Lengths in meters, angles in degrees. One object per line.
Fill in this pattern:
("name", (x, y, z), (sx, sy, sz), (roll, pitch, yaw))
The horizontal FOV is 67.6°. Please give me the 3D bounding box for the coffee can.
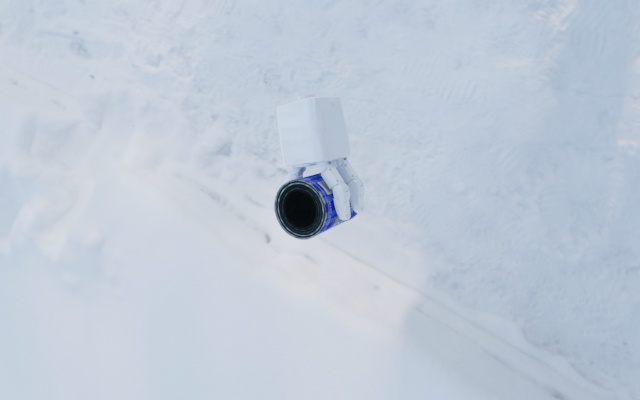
("coffee can", (0.000, 0.003, 0.846), (0.103, 0.103, 0.140), (0, 11, 31))
